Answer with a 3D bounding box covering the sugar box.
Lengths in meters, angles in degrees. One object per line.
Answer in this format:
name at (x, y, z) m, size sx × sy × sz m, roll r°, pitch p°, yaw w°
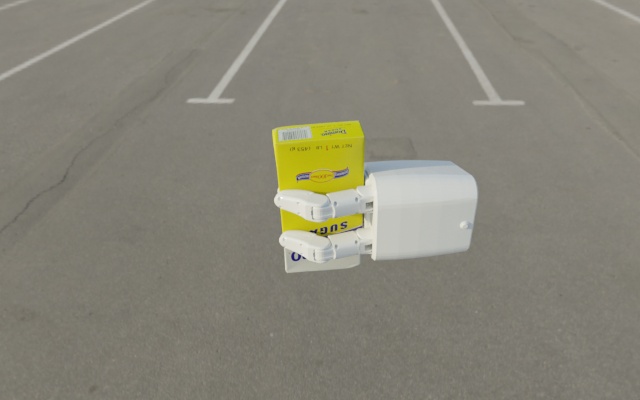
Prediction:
sugar box at (0.000, 0.002, 0.533) m, size 0.093 × 0.176 × 0.048 m, roll -5°, pitch 33°, yaw -3°
